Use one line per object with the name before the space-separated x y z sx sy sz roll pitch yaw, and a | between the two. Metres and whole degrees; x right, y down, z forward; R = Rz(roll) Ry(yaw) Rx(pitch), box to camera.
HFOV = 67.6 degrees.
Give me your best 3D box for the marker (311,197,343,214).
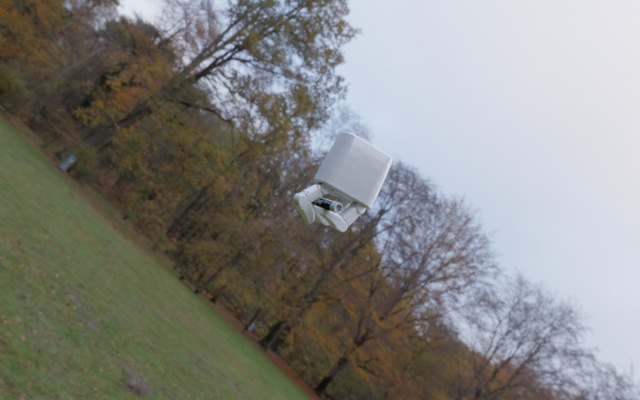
marker | 0.000 0.003 0.867 0.020 0.020 0.121 0 10 -31
